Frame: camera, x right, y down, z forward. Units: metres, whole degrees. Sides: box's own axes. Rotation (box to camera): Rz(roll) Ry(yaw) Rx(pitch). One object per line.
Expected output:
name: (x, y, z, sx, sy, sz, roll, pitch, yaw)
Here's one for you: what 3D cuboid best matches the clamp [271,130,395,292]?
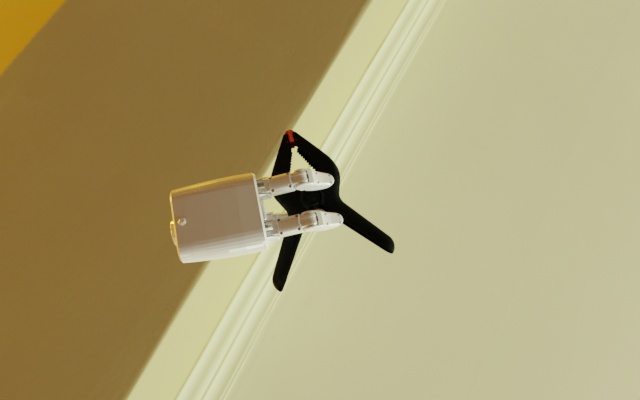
clamp: (0.000, 0.002, 0.638, 0.164, 0.210, 0.036, -11, -14, -6)
